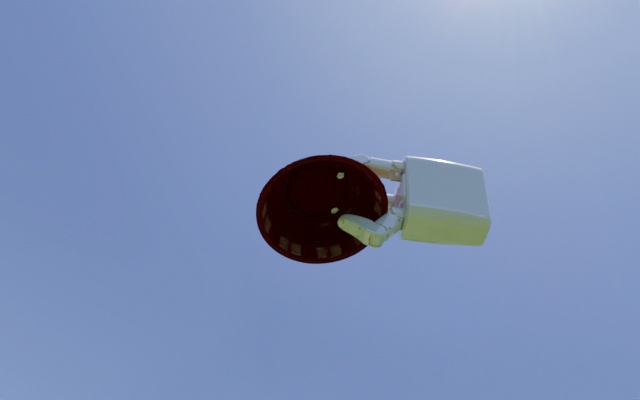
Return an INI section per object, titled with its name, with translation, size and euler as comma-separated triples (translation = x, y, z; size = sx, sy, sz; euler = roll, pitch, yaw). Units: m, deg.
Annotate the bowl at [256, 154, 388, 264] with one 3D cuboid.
[bowl]
translation = -0.001, 0.001, 0.598
size = 0.162, 0.162, 0.055
euler = 0, 34, -8
